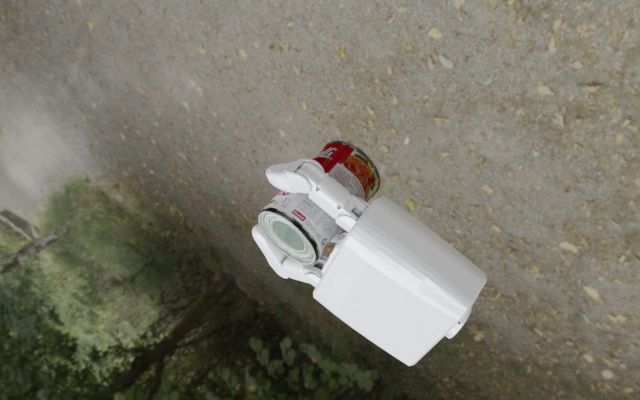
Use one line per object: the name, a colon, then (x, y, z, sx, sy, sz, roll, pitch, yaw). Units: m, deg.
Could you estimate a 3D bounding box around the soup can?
soup can: (0.000, 0.001, 0.441, 0.068, 0.068, 0.102, 0, 40, 50)
